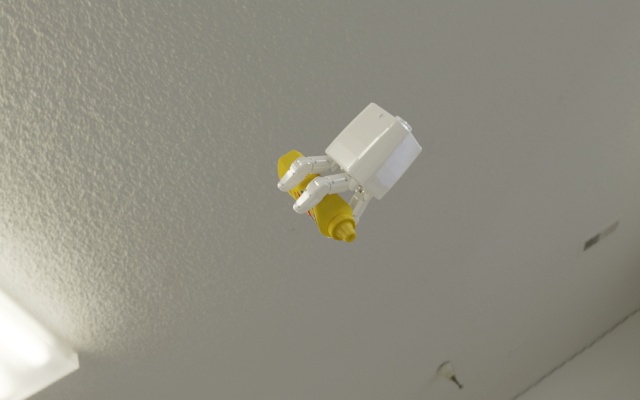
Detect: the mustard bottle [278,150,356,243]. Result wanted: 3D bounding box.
[{"bbox_3d":[0.000,0.003,0.745,0.058,0.096,0.191,-31,44,-11],"label":"mustard bottle"}]
